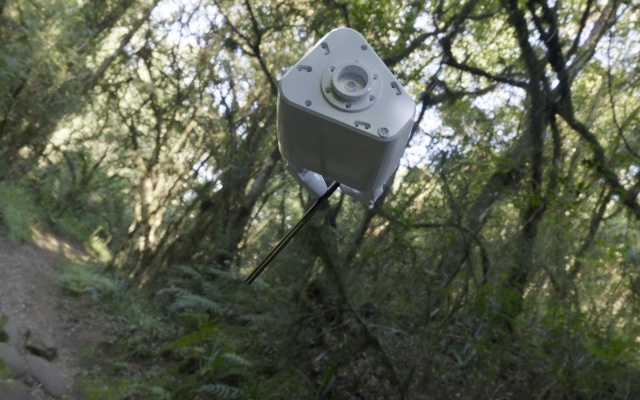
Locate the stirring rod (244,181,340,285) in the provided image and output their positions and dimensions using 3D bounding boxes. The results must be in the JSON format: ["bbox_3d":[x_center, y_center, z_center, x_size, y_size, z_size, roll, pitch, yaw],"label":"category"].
[{"bbox_3d":[0.000,0.002,0.539,0.011,0.239,0.011,38,-17,14],"label":"stirring rod"}]
